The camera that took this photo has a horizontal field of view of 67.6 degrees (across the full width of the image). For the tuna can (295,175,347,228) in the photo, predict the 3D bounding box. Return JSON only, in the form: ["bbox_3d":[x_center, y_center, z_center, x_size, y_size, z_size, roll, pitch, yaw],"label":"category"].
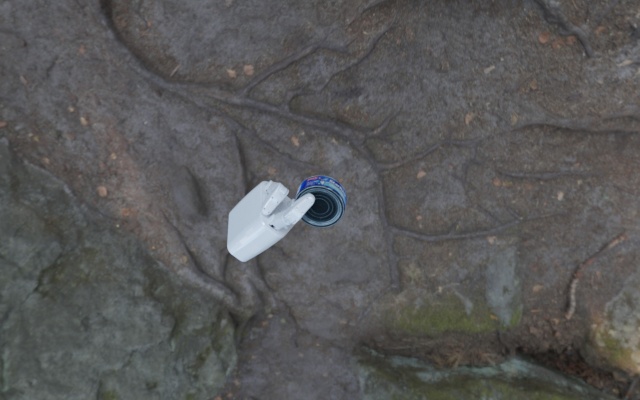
[{"bbox_3d":[0.000,0.003,0.795,0.086,0.086,0.033,0,33,9],"label":"tuna can"}]
